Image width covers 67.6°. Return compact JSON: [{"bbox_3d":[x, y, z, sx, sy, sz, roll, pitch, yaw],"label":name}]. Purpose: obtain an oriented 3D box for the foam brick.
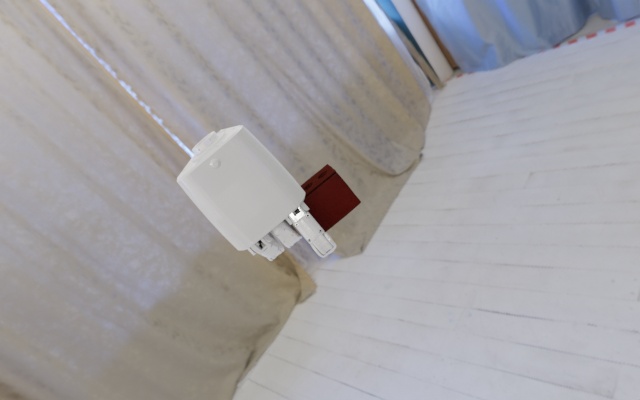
[{"bbox_3d":[0.000,0.002,0.575,0.078,0.051,0.053,-40,16,1],"label":"foam brick"}]
